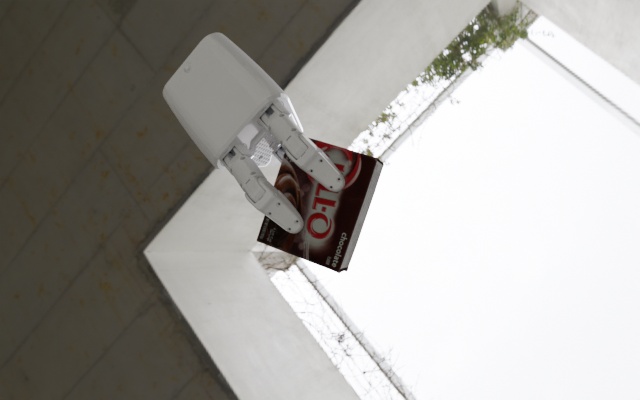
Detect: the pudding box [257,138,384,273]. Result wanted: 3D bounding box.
[{"bbox_3d":[0.000,0.001,0.458,0.090,0.113,0.039,19,3,21],"label":"pudding box"}]
